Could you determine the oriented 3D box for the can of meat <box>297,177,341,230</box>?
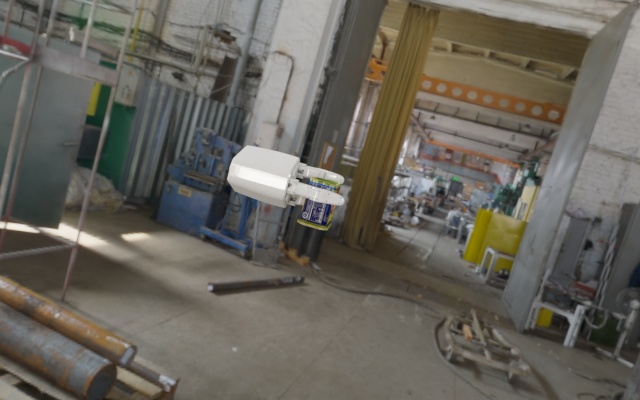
[{"bbox_3d":[0.000,0.003,0.884,0.057,0.084,0.102,16,6,6],"label":"can of meat"}]
